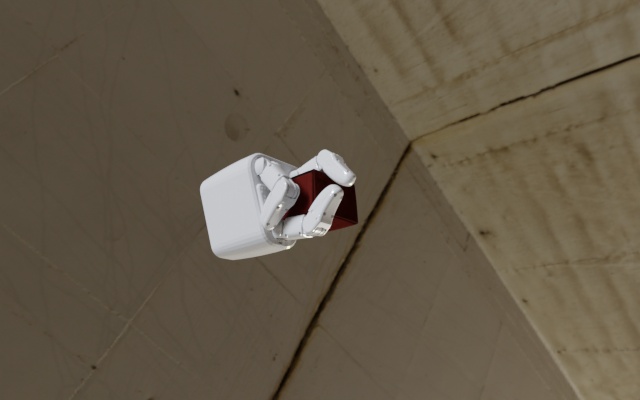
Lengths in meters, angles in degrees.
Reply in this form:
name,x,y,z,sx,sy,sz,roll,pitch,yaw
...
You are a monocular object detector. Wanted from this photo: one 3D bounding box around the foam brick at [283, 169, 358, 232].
name,x,y,z,sx,sy,sz,roll,pitch,yaw
foam brick,0.000,0.002,0.572,0.051,0.053,0.078,-19,-26,39
